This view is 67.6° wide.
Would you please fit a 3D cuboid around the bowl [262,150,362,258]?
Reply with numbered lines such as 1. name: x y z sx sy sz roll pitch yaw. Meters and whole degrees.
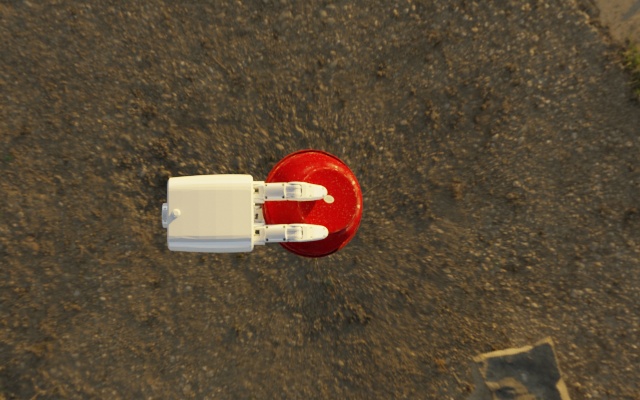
1. bowl: 0.001 0.002 0.686 0.162 0.162 0.055 0 -5 -23
